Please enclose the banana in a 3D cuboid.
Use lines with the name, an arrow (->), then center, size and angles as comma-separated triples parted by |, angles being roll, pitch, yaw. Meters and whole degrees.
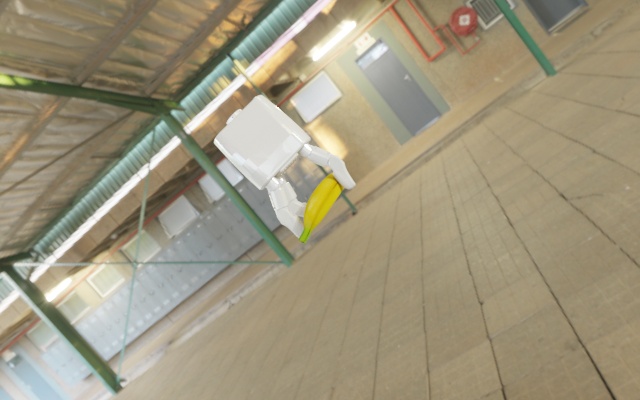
banana -> 0.008, -0.009, 0.776 | 0.037, 0.070, 0.197 | 36, 33, 0
